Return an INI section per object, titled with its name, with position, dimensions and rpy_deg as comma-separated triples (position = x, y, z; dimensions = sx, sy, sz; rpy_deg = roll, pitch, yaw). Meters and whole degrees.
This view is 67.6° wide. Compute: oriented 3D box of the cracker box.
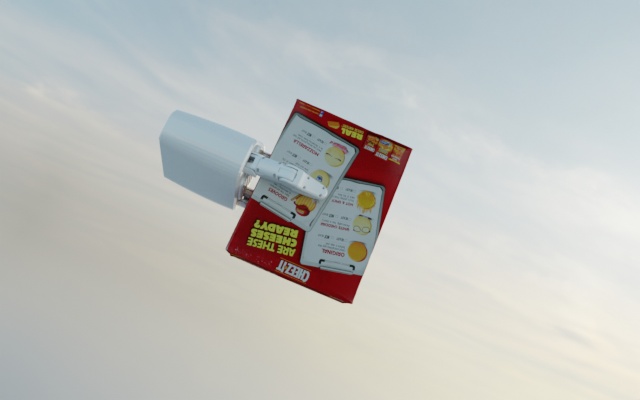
[cracker box]
position = 0.000, 0.002, 0.610
dimensions = 0.164, 0.213, 0.072
rpy_deg = 23, -14, 0
